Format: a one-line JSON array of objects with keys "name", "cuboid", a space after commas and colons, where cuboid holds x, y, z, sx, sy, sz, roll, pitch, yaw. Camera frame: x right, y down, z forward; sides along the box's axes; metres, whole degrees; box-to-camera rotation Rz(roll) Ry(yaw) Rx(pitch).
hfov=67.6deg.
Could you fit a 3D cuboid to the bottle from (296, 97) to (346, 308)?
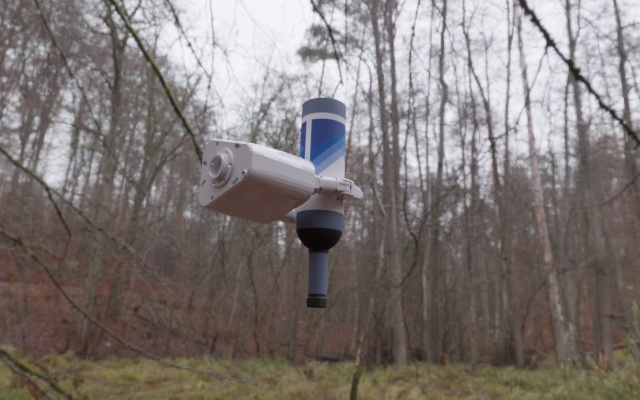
[{"name": "bottle", "cuboid": [0.000, 0.002, 0.682, 0.069, 0.295, 0.069, 2, -14, 1]}]
